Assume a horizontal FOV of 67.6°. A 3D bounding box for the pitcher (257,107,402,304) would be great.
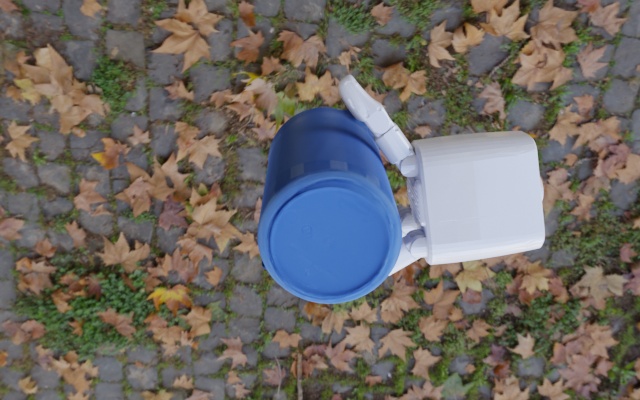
[{"bbox_3d":[0.000,0.001,0.460,0.145,0.149,0.242,-8,19,2],"label":"pitcher"}]
